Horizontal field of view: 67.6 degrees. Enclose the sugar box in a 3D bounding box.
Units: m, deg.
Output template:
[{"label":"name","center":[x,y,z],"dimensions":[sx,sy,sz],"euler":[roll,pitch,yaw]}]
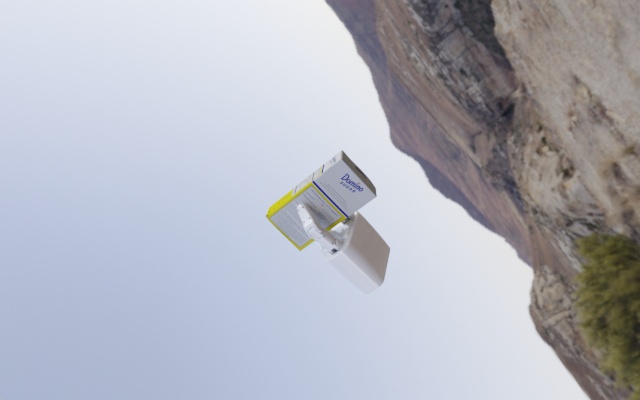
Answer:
[{"label":"sugar box","center":[0.000,0.003,0.821],"dimensions":[0.176,0.093,0.048],"euler":[-37,20,20]}]
